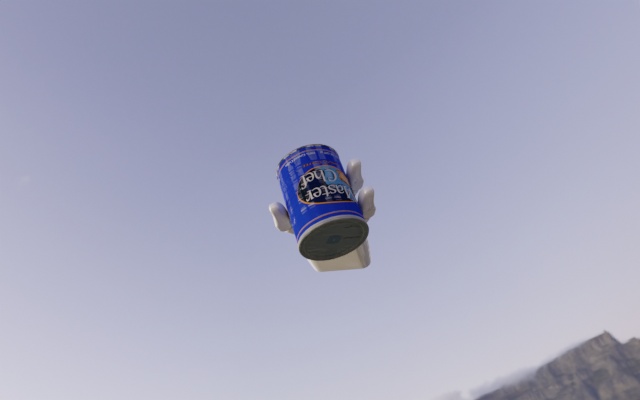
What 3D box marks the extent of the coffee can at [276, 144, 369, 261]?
[{"bbox_3d":[0.000,0.002,0.701,0.103,0.140,0.103,-13,-35,-9],"label":"coffee can"}]
